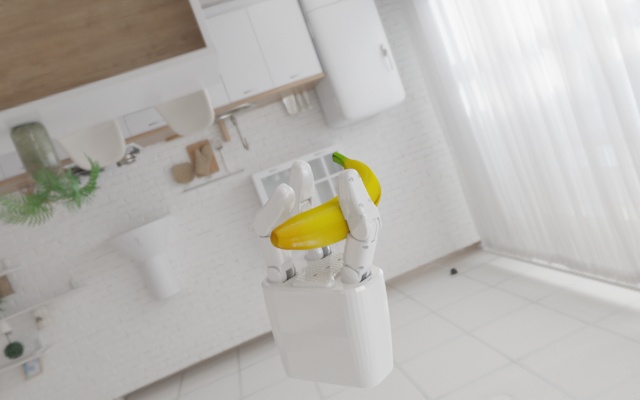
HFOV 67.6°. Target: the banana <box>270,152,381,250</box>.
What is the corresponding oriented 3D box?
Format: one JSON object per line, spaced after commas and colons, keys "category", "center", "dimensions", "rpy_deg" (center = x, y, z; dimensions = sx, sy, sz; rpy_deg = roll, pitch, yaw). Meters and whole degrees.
{"category": "banana", "center": [0.019, 0.003, 0.458], "dimensions": [0.069, 0.037, 0.197], "rpy_deg": [8, 26, 15]}
